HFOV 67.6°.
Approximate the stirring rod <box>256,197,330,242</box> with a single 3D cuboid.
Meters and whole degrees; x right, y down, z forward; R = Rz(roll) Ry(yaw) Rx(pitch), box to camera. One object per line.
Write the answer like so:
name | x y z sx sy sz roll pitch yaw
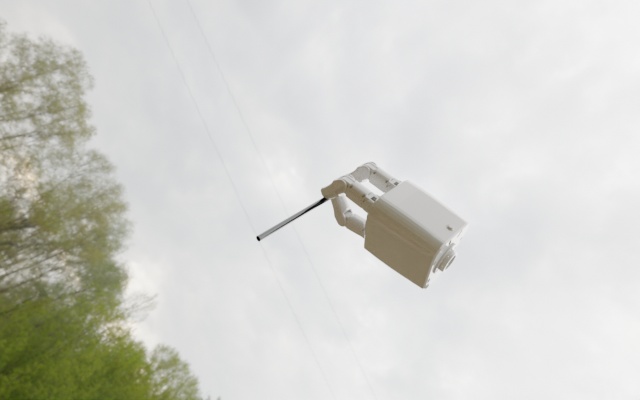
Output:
stirring rod | 0.000 0.002 0.683 0.011 0.011 0.239 0 23 46
